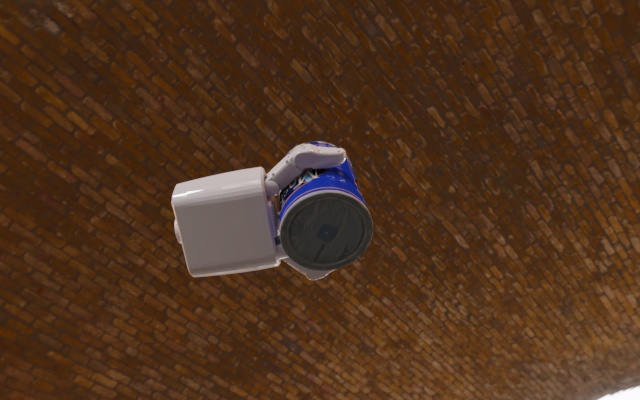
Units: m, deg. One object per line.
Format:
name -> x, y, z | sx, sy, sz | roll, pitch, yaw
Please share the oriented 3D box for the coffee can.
coffee can -> 0.000, 0.002, 0.579 | 0.103, 0.103, 0.140 | 0, 30, -7
